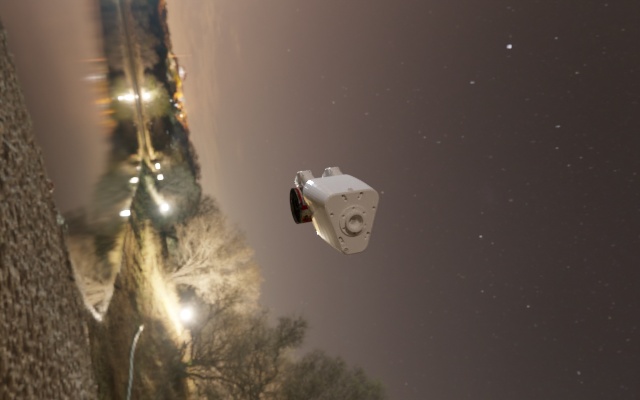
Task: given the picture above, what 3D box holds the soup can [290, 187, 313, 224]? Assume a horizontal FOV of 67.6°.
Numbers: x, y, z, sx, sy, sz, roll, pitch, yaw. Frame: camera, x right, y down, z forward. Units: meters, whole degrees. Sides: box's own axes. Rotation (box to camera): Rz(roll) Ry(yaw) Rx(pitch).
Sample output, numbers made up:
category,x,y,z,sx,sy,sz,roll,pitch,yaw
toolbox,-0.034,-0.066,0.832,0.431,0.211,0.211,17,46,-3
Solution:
category,x,y,z,sx,sy,sz,roll,pitch,yaw
soup can,0.000,0.003,0.893,0.102,0.068,0.068,-9,2,-17
